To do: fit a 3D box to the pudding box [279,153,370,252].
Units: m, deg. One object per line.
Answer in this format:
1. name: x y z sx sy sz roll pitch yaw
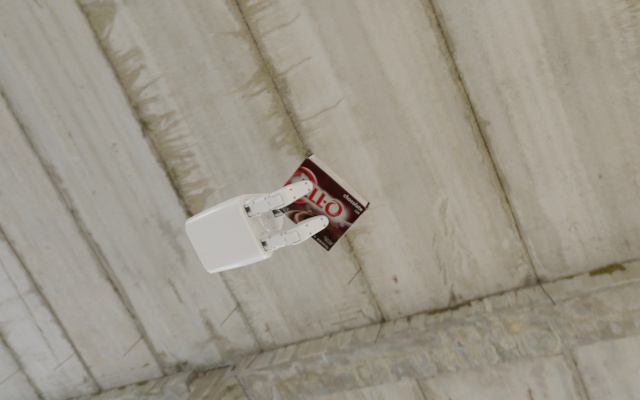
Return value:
1. pudding box: 0.000 0.002 0.684 0.113 0.090 0.039 40 24 0
